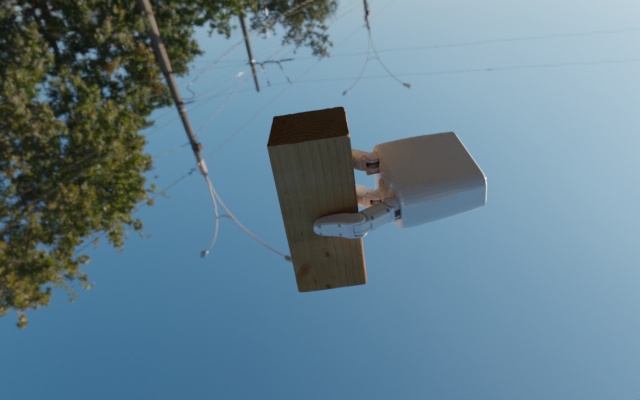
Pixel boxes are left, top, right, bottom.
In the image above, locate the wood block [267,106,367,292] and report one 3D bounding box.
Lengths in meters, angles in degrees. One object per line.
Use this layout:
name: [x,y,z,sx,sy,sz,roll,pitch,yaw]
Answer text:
wood block: [0.001,0.002,0.589,0.090,0.206,0.090,-8,30,3]
